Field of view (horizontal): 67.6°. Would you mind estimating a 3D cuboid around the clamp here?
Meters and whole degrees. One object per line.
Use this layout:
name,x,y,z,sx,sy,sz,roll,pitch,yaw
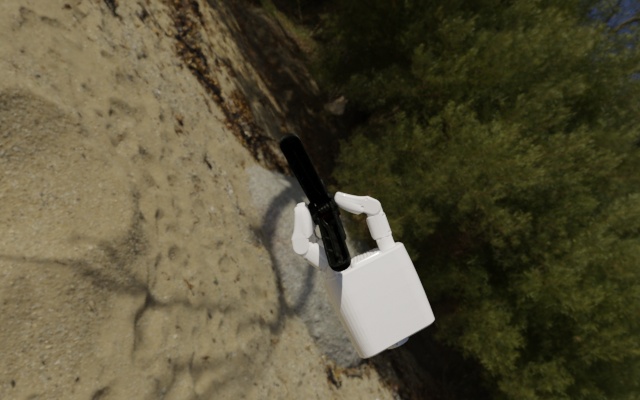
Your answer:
clamp,0.001,0.002,0.612,0.036,0.164,0.210,-23,-2,4
